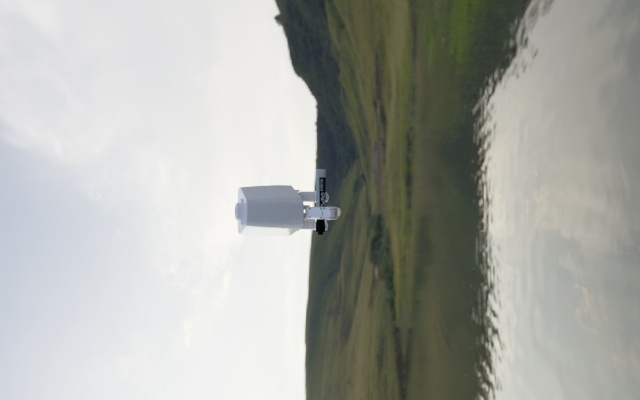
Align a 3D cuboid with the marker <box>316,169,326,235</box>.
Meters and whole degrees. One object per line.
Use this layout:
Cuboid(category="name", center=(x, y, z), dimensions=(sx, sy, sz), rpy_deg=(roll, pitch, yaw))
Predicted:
Cuboid(category="marker", center=(0.000, 0.003, 0.884), dimensions=(0.020, 0.121, 0.020), rpy_deg=(0, 1, 0))
